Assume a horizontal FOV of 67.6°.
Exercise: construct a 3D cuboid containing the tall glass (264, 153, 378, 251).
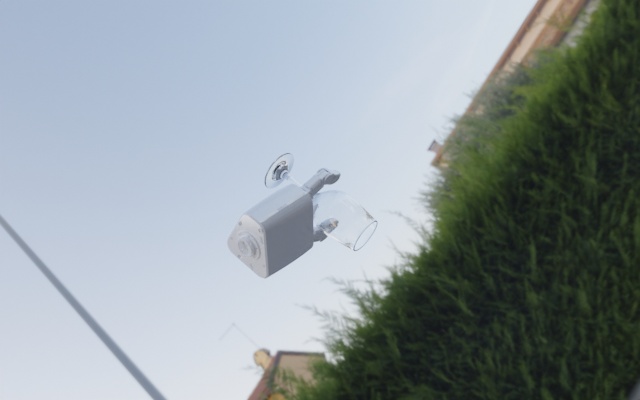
[{"bbox_3d":[0.000,0.002,0.815,0.201,0.079,0.079,37,15,21],"label":"tall glass"}]
